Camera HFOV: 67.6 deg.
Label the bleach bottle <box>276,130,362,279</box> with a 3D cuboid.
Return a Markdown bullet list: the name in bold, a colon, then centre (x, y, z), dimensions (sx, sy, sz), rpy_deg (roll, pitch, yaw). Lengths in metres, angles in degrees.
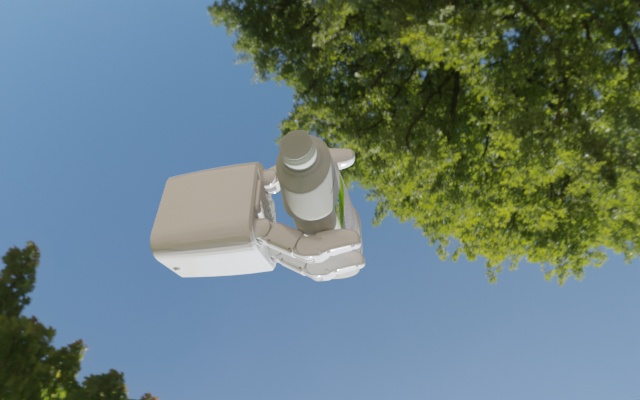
- **bleach bottle**: centre (0.000, 0.002, 0.506), dimensions (0.068, 0.102, 0.251), rpy_deg (-7, -27, 7)
